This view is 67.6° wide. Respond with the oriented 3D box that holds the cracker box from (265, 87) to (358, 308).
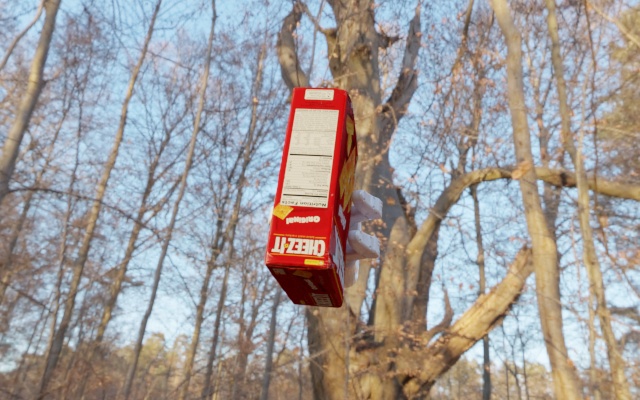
[{"bbox_3d":[0.000,0.002,0.564,0.072,0.213,0.164,2,-25,9],"label":"cracker box"}]
